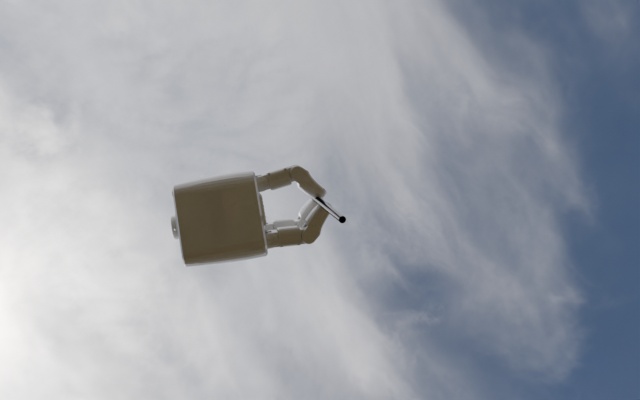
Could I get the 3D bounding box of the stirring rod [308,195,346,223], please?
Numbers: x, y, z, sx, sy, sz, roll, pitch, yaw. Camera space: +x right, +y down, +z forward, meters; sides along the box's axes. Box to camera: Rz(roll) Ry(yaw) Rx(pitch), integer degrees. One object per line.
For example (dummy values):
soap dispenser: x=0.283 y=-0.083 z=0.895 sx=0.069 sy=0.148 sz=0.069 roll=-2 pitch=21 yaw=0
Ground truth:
stirring rod: x=0.000 y=0.002 z=0.622 sx=0.011 sy=0.011 sz=0.239 roll=0 pitch=9 yaw=-11
